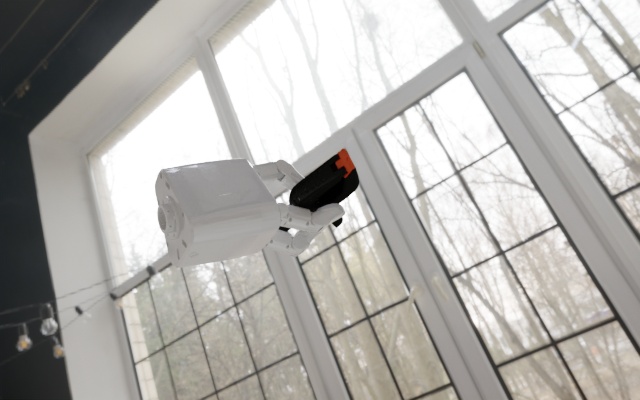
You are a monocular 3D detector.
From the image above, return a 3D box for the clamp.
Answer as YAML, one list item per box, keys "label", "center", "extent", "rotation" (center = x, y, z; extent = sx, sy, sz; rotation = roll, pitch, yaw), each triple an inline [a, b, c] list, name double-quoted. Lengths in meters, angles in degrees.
- label: "clamp"
  center: [0.000, 0.001, 0.627]
  extent: [0.164, 0.036, 0.210]
  rotation: [-13, -23, -37]
